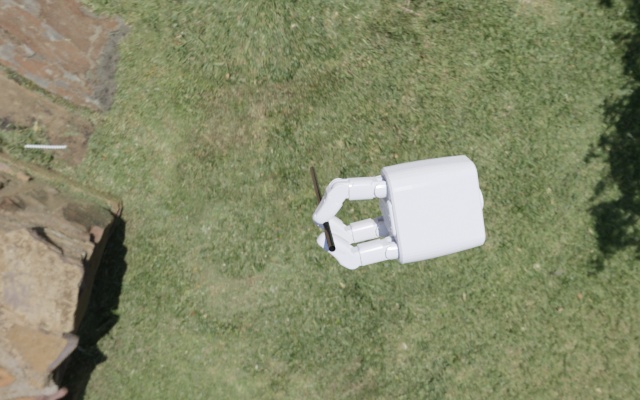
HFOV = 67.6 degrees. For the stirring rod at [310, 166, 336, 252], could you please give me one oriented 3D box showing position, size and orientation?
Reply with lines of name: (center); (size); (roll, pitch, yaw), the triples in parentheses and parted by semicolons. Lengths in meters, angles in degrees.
stirring rod: (0.000, 0.002, 0.632); (0.011, 0.011, 0.239); (0, 25, -7)
